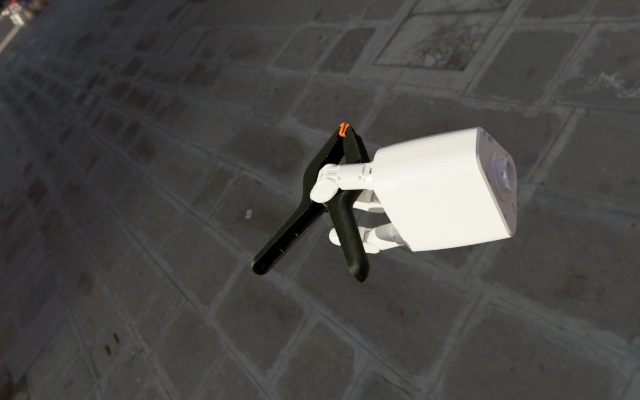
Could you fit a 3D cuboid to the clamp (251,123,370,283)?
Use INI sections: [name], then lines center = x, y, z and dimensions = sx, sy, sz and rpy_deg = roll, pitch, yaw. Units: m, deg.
[clamp]
center = 0.000, 0.001, 0.567
dimensions = 0.164, 0.210, 0.036
rpy_deg = -10, -37, 36
